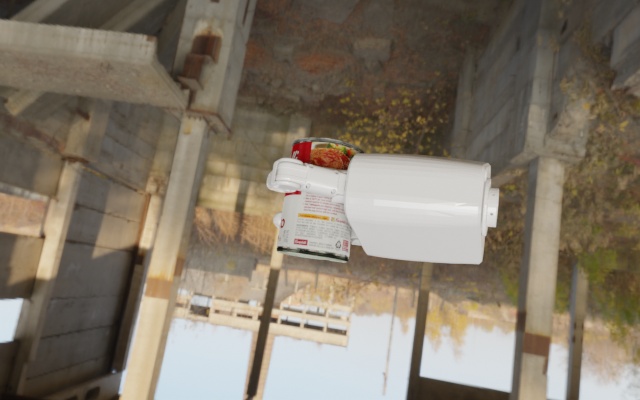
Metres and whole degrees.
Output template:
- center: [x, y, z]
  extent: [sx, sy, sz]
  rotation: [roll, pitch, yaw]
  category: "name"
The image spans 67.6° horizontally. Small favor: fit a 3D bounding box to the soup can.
- center: [0.000, 0.002, 0.437]
  extent: [0.068, 0.102, 0.068]
  rotation: [8, -9, 1]
  category: "soup can"
